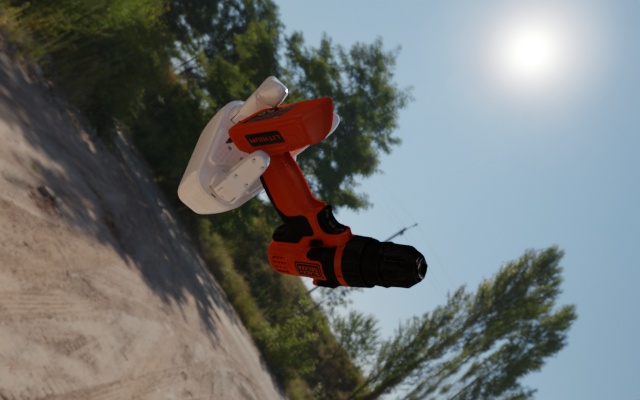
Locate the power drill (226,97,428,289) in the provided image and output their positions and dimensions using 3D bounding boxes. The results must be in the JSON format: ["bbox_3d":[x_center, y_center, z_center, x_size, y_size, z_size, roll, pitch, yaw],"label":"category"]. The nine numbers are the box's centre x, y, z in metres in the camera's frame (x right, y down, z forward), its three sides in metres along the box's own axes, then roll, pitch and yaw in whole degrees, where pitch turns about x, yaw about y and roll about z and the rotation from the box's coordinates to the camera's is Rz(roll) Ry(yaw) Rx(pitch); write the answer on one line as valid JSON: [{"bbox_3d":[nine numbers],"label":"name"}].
[{"bbox_3d":[0.000,0.001,0.456,0.184,0.188,0.057,-1,28,38],"label":"power drill"}]
